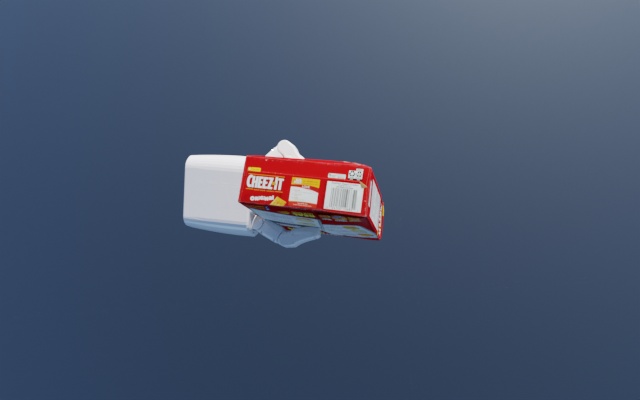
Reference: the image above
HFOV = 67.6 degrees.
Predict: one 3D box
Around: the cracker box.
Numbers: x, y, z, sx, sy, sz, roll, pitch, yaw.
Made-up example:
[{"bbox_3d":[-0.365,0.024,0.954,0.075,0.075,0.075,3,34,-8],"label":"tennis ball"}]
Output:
[{"bbox_3d":[0.000,0.002,0.677,0.164,0.072,0.214,6,-11,13],"label":"cracker box"}]
